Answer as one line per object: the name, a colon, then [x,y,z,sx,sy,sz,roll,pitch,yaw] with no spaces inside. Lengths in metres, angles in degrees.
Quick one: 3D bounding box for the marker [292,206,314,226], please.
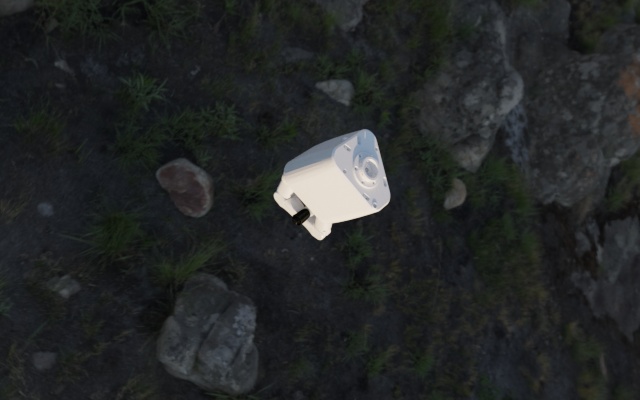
marker: [0.000,0.002,0.724,0.020,0.020,0.121,0,29,46]
